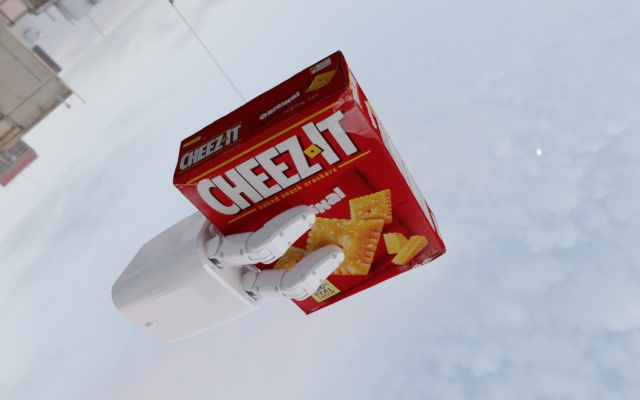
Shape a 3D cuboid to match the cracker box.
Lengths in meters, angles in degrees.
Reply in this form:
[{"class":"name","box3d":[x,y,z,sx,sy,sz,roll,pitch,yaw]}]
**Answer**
[{"class":"cracker box","box3d":[0.000,0.001,0.440,0.164,0.072,0.214,-26,-51,15]}]
